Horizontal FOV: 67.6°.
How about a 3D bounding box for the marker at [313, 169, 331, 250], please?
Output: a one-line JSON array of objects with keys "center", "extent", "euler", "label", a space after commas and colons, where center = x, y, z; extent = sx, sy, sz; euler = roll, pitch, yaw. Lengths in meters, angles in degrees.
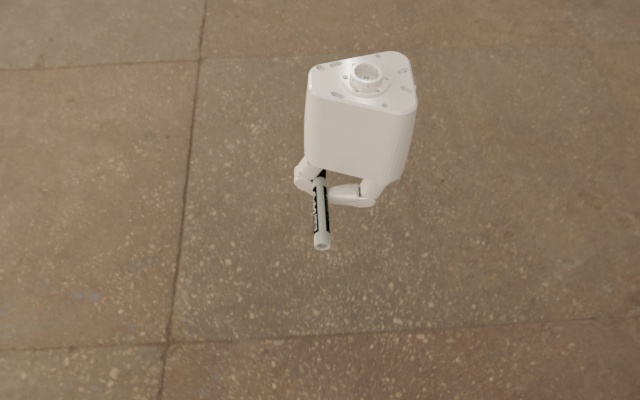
[{"center": [0.000, 0.002, 0.566], "extent": [0.020, 0.121, 0.020], "euler": [-2, -34, -1], "label": "marker"}]
